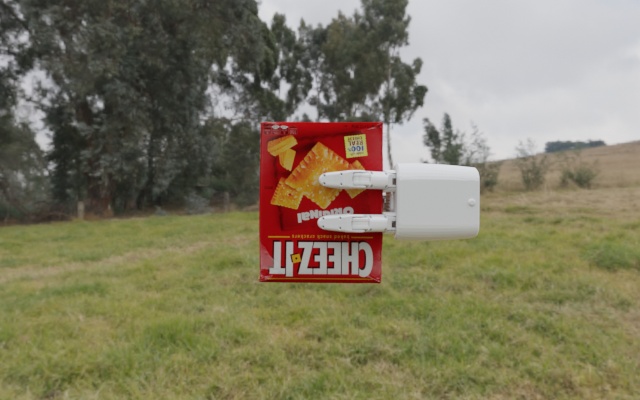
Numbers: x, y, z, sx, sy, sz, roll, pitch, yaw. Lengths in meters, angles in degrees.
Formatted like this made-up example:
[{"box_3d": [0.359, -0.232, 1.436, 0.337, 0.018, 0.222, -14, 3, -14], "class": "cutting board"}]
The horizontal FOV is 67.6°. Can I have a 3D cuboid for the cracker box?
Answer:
[{"box_3d": [0.000, 0.002, 0.647, 0.164, 0.213, 0.072, 1, -1, -1], "class": "cracker box"}]
